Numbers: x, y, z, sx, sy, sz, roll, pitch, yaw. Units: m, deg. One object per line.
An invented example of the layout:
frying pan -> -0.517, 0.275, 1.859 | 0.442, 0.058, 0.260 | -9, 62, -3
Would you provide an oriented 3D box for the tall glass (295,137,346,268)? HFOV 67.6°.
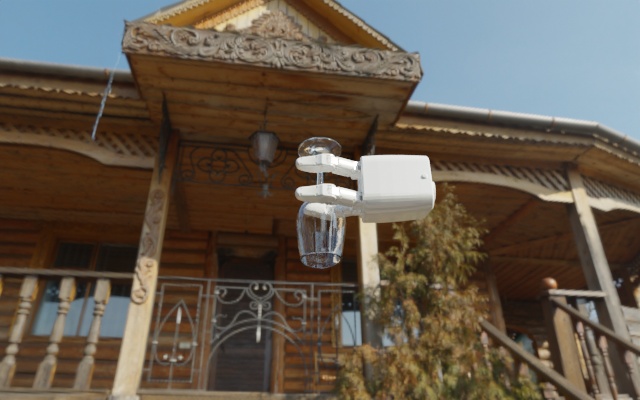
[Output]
tall glass -> 0.000, 0.002, 0.755 | 0.079, 0.201, 0.079 | 0, -29, 0
